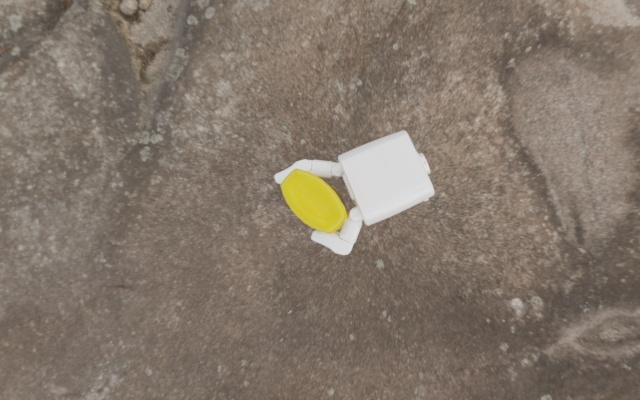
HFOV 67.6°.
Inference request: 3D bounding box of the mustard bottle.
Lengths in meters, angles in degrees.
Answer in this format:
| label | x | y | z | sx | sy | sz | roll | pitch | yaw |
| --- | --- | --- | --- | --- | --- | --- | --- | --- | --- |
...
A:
| label | x | y | z | sx | sy | sz | roll | pitch | yaw |
| --- | --- | --- | --- | --- | --- | --- | --- | --- | --- |
| mustard bottle | 0.000 | 0.003 | 0.707 | 0.096 | 0.058 | 0.191 | 43 | 4 | 6 |
